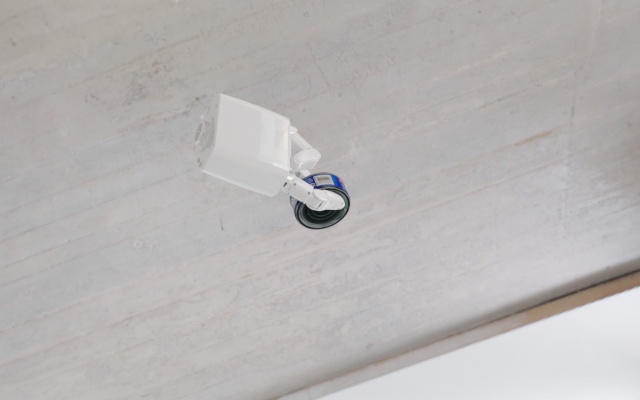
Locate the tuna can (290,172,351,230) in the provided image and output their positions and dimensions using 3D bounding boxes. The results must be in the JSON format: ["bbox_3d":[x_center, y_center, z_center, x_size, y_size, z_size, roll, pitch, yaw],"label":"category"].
[{"bbox_3d":[0.000,0.003,0.699,0.086,0.086,0.033,0,41,-20],"label":"tuna can"}]
